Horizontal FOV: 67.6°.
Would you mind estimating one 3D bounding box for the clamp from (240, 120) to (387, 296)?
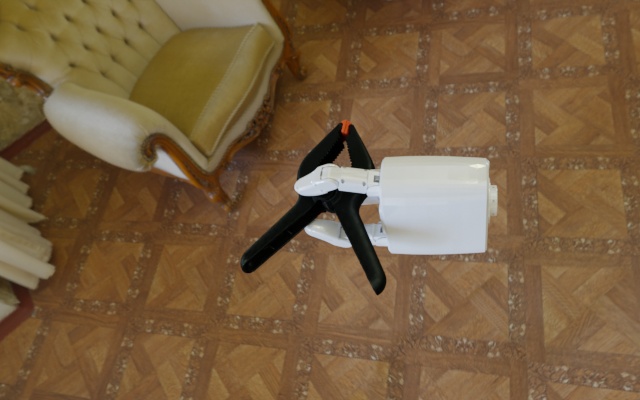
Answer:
[{"bbox_3d":[0.000,0.001,0.544,0.164,0.210,0.036,0,-28,17],"label":"clamp"}]
